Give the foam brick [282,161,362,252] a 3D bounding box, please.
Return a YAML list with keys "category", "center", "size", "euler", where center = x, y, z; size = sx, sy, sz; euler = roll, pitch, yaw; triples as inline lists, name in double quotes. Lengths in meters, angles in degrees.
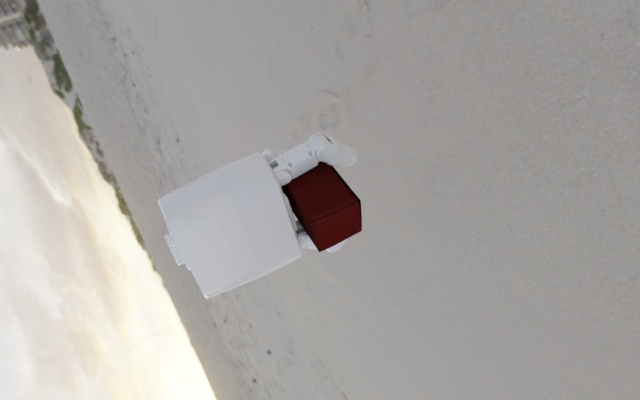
- category: "foam brick"
  center: [0.000, 0.002, 0.478]
  size: [0.051, 0.078, 0.053]
  euler: [-26, -38, -13]
